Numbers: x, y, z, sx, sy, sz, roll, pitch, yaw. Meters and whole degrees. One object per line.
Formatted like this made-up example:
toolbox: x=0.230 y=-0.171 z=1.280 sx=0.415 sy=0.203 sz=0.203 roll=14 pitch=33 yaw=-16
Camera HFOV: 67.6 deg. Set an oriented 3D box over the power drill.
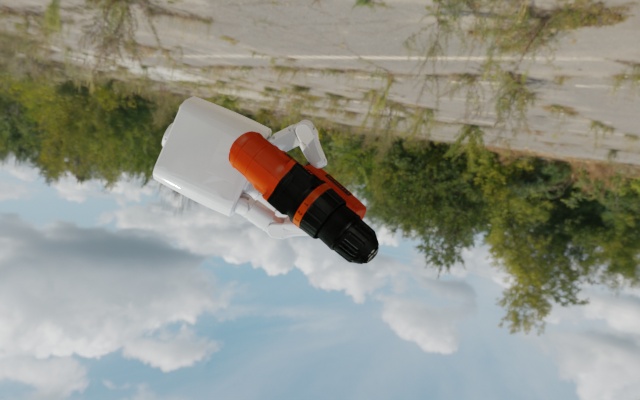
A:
power drill: x=0.000 y=0.002 z=0.543 sx=0.184 sy=0.057 sz=0.188 roll=41 pitch=4 yaw=14
